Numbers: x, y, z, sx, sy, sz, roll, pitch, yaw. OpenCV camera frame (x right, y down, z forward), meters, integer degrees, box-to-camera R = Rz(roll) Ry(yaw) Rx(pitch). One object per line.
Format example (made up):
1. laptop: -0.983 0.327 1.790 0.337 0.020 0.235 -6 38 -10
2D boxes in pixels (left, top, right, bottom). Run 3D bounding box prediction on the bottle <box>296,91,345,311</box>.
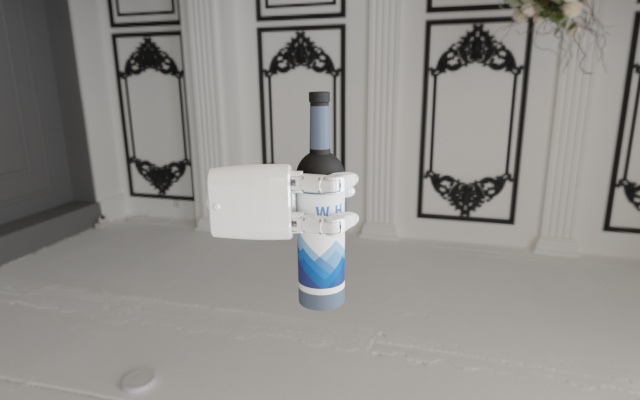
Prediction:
1. bottle: 0.000 0.002 0.653 0.069 0.296 0.069 -1 15 0
